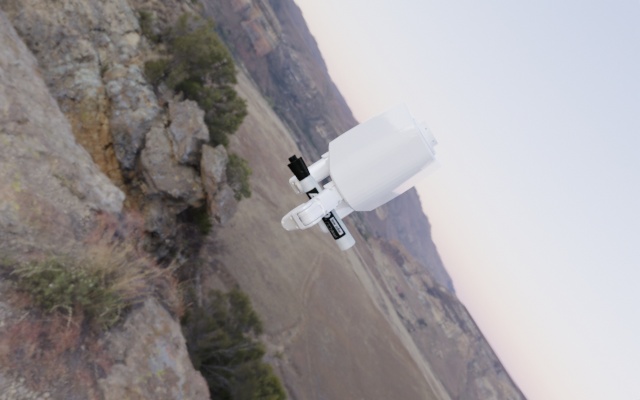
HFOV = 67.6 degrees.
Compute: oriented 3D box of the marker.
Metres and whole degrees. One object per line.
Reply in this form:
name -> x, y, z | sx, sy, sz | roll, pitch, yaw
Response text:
marker -> 0.000, 0.002, 0.536 | 0.020, 0.121, 0.020 | -32, 8, 5
